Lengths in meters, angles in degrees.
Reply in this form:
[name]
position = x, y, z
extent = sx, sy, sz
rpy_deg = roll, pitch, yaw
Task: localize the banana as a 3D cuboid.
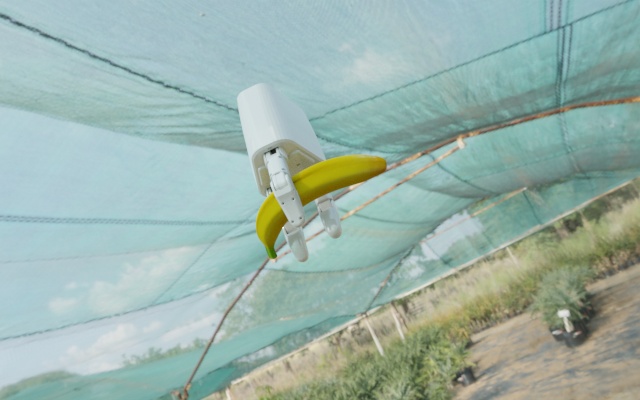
[banana]
position = -0.015, -0.005, 0.572
extent = 0.198, 0.037, 0.070
rpy_deg = -38, -51, 22
